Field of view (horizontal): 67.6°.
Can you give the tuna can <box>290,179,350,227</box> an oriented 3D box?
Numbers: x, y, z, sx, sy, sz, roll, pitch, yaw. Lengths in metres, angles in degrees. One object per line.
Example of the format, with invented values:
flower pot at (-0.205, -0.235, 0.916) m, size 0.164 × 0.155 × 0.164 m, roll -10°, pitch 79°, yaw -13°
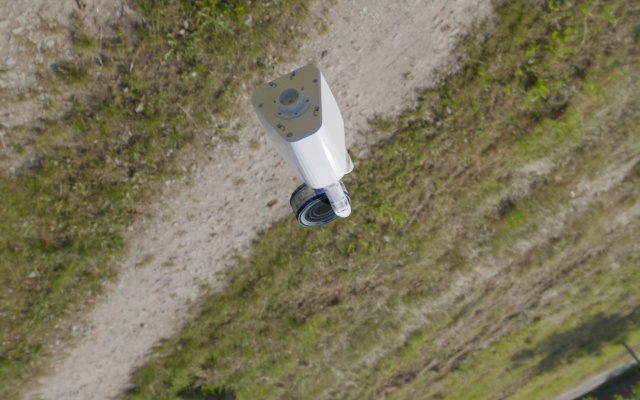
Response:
tuna can at (0.000, 0.003, 0.702) m, size 0.086 × 0.033 × 0.086 m, roll -19°, pitch -30°, yaw -11°
